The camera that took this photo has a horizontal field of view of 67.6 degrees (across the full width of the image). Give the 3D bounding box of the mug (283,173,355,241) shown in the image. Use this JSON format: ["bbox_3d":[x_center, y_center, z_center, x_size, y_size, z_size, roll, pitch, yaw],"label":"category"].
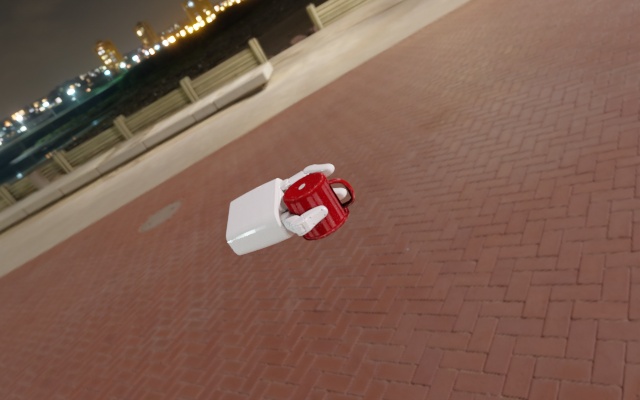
[{"bbox_3d":[0.001,0.002,0.801,0.117,0.081,0.093,-24,25,17],"label":"mug"}]
